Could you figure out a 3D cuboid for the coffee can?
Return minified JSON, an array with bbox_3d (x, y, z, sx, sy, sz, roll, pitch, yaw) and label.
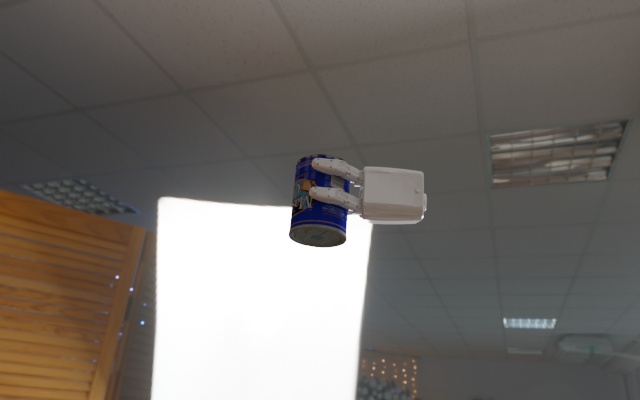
[{"bbox_3d":[0.000,0.003,0.858,0.103,0.140,0.103,4,-24,2],"label":"coffee can"}]
